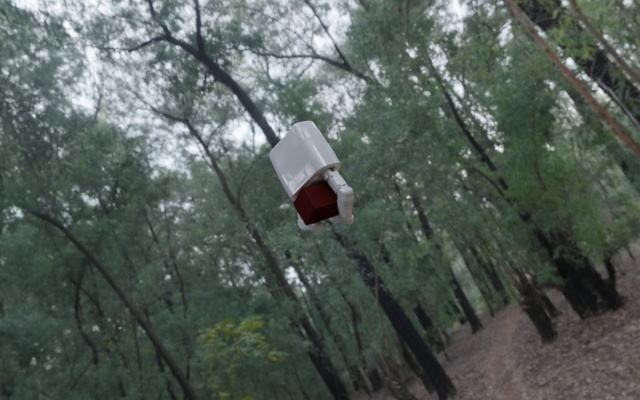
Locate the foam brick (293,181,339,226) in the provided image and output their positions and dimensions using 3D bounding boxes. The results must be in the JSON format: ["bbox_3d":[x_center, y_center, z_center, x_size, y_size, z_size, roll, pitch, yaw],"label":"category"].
[{"bbox_3d":[0.000,0.003,0.860,0.078,0.051,0.053,-17,-25,-35],"label":"foam brick"}]
